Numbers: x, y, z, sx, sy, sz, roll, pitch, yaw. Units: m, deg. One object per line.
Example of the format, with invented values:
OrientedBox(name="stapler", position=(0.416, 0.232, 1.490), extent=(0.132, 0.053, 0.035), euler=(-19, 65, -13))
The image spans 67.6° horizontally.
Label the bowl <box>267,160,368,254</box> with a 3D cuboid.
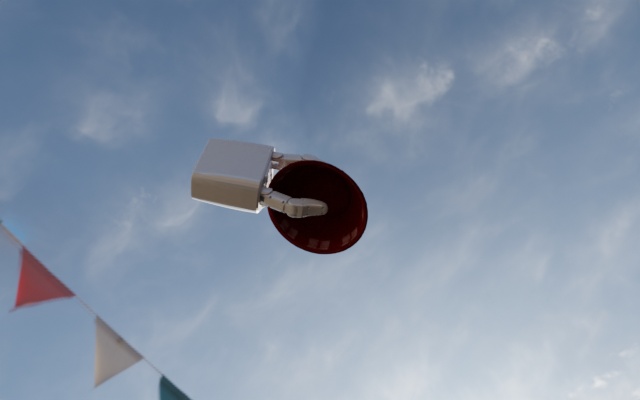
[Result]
OrientedBox(name="bowl", position=(0.001, 0.003, 0.744), extent=(0.162, 0.162, 0.055), euler=(0, 27, 19))
